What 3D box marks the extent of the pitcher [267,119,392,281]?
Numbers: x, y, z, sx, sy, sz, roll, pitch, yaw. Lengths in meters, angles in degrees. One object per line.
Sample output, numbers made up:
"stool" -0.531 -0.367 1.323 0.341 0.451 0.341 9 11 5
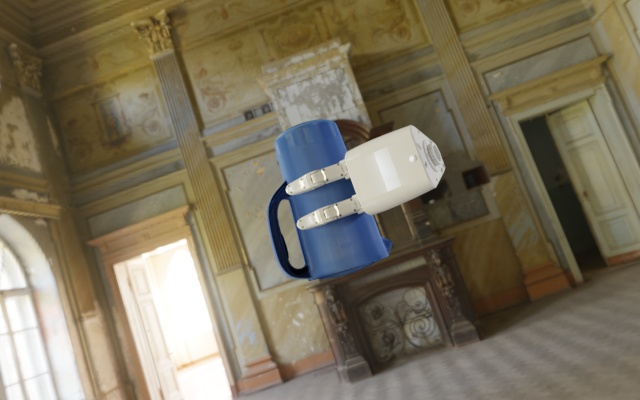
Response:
"pitcher" 0.000 0.002 0.761 0.145 0.243 0.149 -22 -9 28
